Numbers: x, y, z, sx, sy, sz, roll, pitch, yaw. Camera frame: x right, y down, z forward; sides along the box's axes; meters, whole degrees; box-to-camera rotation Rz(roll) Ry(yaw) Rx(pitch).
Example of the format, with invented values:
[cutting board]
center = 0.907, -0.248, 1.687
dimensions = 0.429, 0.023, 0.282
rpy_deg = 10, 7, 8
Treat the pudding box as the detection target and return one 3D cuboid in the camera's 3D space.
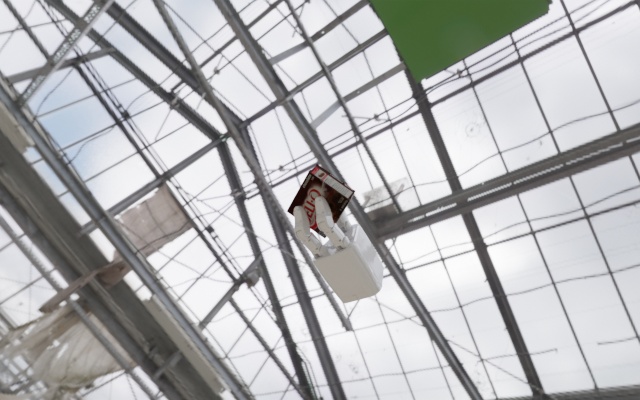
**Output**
[pudding box]
center = 0.000, 0.003, 0.870
dimensions = 0.090, 0.113, 0.039
rpy_deg = 34, 38, 4
